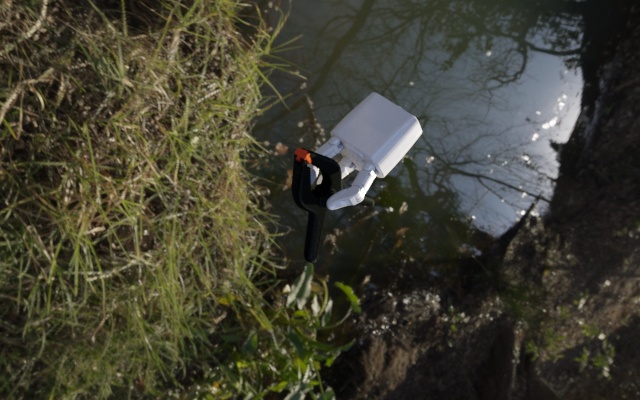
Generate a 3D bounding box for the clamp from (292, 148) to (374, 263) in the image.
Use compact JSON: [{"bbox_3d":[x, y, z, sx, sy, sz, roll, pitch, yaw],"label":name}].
[{"bbox_3d":[0.001,0.002,0.783,0.036,0.164,0.210,32,-15,42],"label":"clamp"}]
